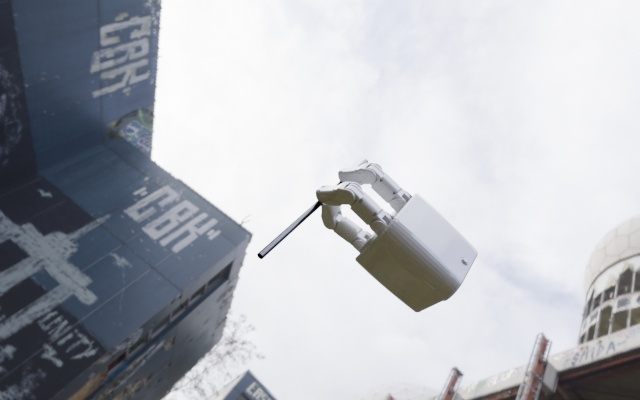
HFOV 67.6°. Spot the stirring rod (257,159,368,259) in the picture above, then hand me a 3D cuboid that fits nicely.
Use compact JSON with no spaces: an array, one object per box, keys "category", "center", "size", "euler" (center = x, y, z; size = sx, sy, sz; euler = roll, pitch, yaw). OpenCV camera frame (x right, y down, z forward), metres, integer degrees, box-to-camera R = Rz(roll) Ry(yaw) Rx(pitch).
[{"category":"stirring rod","center":[0.000,0.002,0.586],"size":[0.011,0.011,0.239],"euler":[0,28,37]}]
